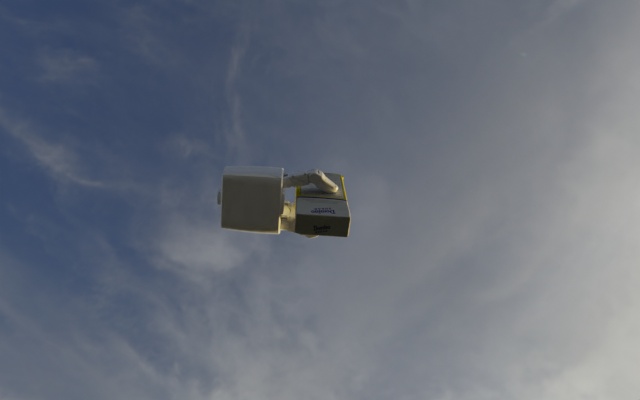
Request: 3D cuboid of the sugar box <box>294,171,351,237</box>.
[{"bbox_3d":[0.000,0.003,0.865,0.093,0.048,0.176,4,29,-4],"label":"sugar box"}]
